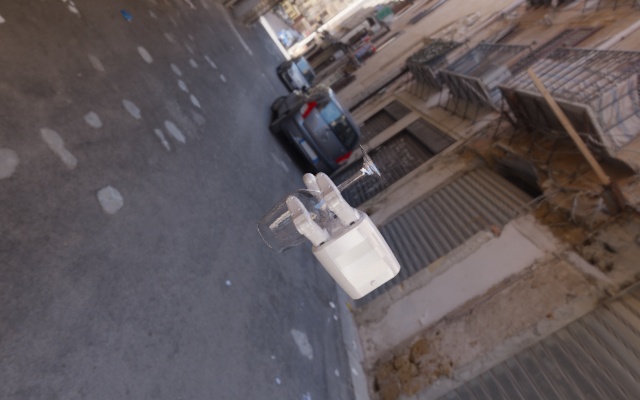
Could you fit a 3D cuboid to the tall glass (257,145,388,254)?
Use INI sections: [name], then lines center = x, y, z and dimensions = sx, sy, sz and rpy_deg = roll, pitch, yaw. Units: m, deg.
[tall glass]
center = 0.001, 0.002, 0.734
dimensions = 0.201, 0.079, 0.079
rpy_deg = -34, -6, 9
